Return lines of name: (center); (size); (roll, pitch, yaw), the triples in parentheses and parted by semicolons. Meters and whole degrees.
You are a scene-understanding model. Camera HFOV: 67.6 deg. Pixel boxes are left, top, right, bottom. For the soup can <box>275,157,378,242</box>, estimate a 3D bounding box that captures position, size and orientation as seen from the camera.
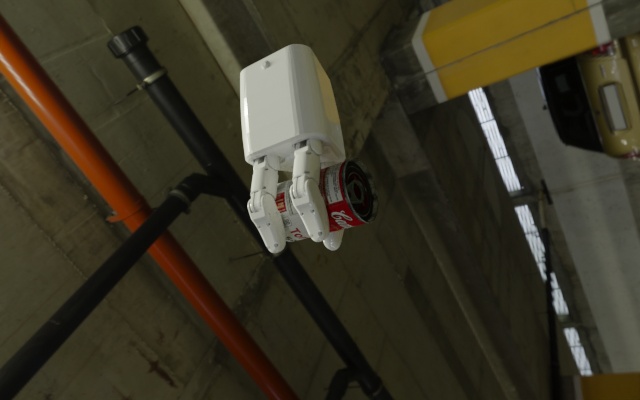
soup can: (0.000, 0.002, 0.502); (0.102, 0.068, 0.068); (-17, -9, 30)
